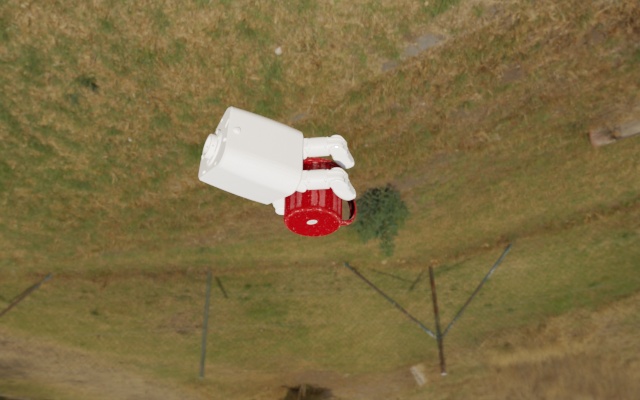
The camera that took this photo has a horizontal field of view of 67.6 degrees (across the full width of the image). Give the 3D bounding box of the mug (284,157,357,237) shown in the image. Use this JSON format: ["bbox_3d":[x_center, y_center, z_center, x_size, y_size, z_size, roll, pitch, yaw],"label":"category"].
[{"bbox_3d":[0.001,0.003,0.683,0.117,0.081,0.093,19,-37,-26],"label":"mug"}]
